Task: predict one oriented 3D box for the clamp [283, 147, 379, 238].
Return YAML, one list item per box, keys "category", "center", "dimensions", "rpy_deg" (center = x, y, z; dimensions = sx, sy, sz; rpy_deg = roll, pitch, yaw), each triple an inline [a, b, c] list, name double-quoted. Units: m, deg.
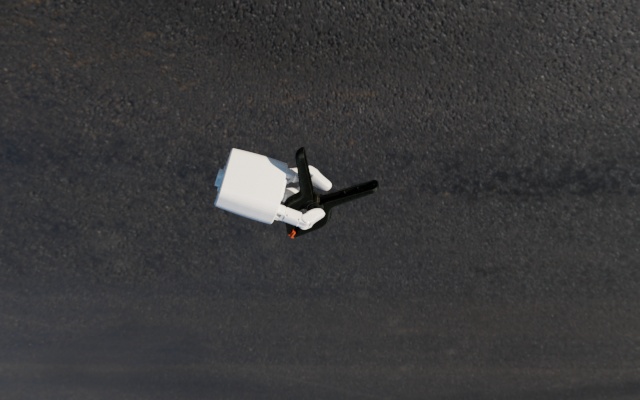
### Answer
- category: "clamp"
  center: [0.000, 0.004, 0.897]
  dimensions: [0.164, 0.036, 0.210]
  rpy_deg: [18, -48, -13]
